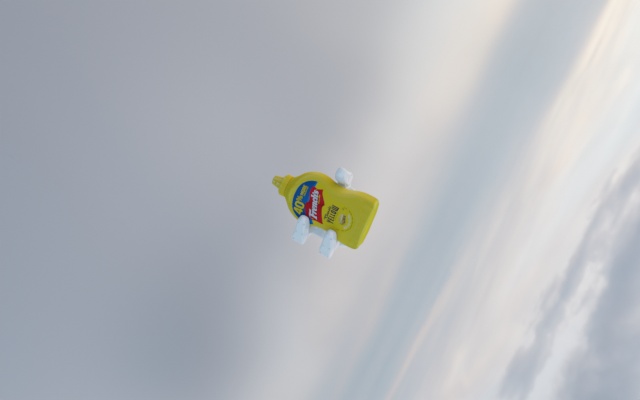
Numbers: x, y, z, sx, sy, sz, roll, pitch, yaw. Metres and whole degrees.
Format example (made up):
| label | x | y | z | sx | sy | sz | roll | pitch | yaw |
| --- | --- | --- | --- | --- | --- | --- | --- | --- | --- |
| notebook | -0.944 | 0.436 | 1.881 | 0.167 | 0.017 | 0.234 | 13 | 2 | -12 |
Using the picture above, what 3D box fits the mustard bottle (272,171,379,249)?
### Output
| label | x | y | z | sx | sy | sz | roll | pitch | yaw |
| --- | --- | --- | --- | --- | --- | --- | --- | --- | --- |
| mustard bottle | 0.000 | 0.003 | 0.838 | 0.191 | 0.096 | 0.058 | 26 | 24 | 15 |
